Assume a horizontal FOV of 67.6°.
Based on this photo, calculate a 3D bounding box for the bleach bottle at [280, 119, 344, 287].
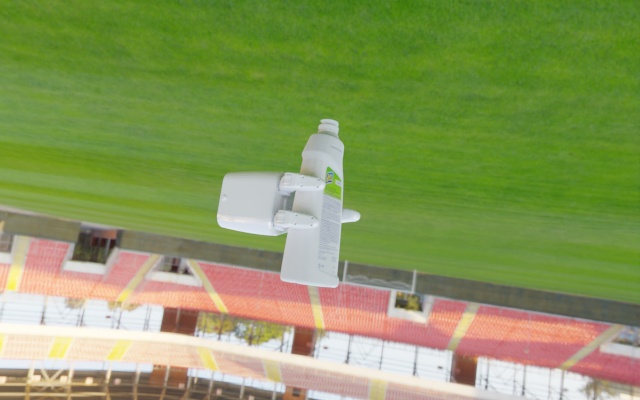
[{"bbox_3d":[0.000,0.002,0.731,0.068,0.251,0.102,4,-9,27],"label":"bleach bottle"}]
